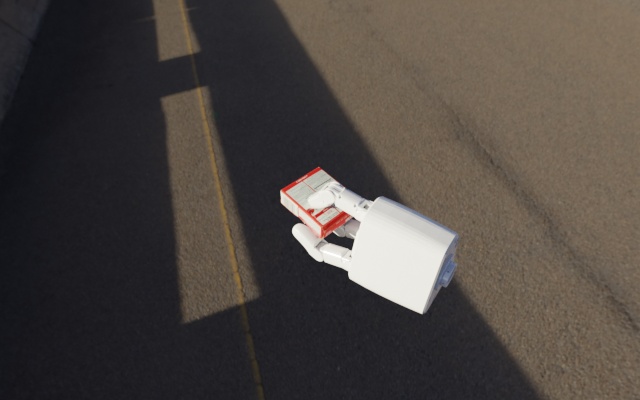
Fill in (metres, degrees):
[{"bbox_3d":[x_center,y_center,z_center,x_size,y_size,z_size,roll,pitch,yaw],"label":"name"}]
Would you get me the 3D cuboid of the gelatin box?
[{"bbox_3d":[0.000,0.002,0.662,0.073,0.030,0.089,-34,59,-28],"label":"gelatin box"}]
